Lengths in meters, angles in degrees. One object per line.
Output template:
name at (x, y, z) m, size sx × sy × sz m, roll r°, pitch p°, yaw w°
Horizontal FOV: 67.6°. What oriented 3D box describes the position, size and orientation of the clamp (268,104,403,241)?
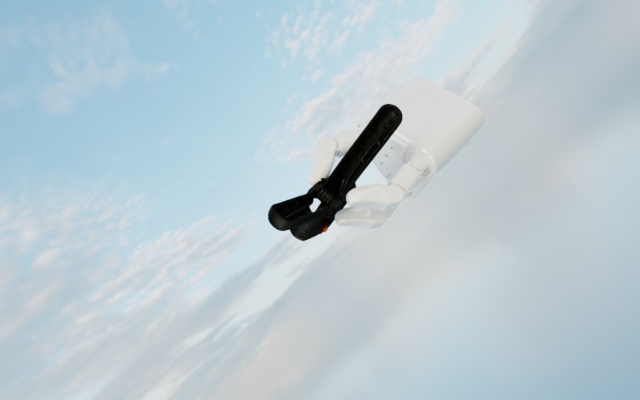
clamp at (0.000, 0.001, 0.505) m, size 0.164 × 0.036 × 0.210 m, roll -41°, pitch -11°, yaw -25°
